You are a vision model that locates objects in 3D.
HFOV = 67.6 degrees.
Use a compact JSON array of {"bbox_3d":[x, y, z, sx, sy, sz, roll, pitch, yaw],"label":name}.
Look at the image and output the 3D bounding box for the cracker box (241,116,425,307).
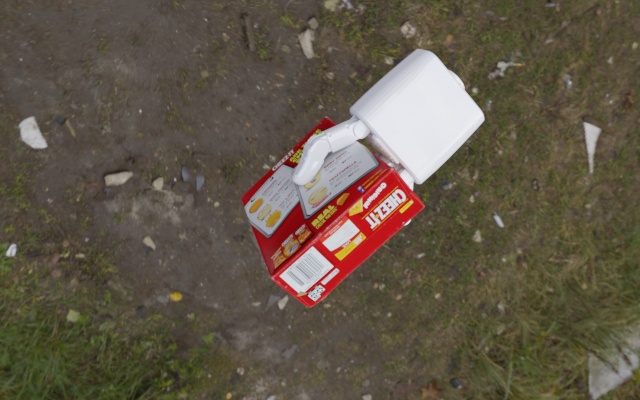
[{"bbox_3d":[0.000,0.002,0.568,0.072,0.164,0.213,45,4,-28],"label":"cracker box"}]
